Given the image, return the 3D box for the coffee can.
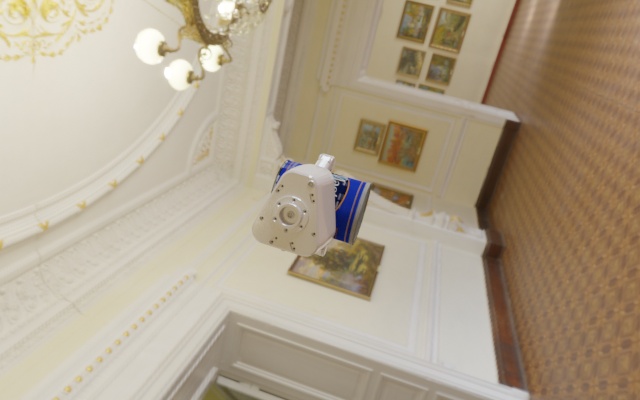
[{"bbox_3d":[0.000,0.002,0.765,0.140,0.103,0.103,17,2,9],"label":"coffee can"}]
